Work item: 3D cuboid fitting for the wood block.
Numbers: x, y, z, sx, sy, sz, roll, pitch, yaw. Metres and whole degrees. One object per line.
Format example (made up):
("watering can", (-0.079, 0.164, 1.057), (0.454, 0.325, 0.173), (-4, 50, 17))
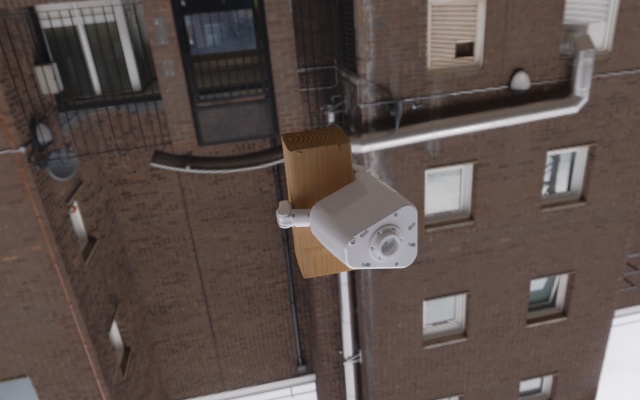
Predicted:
("wood block", (0.000, 0.003, 0.728), (0.091, 0.206, 0.090), (-9, 25, -8))
